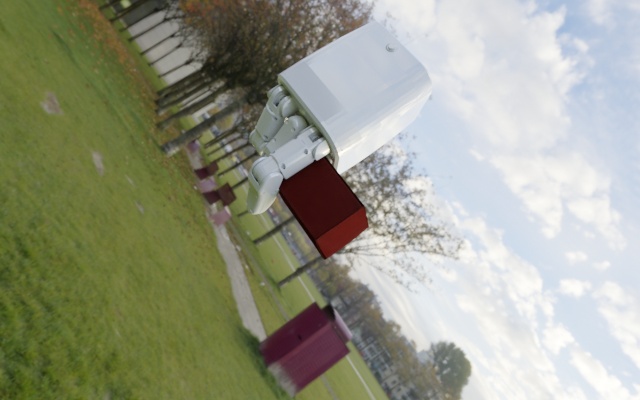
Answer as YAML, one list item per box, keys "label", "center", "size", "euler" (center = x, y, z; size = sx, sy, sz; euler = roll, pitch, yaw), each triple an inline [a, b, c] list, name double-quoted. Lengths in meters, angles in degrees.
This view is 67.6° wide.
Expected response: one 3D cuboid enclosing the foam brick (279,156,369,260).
- label: "foam brick"
  center: [0.000, 0.002, 0.424]
  size: [0.051, 0.078, 0.053]
  euler: [-33, -25, -6]
